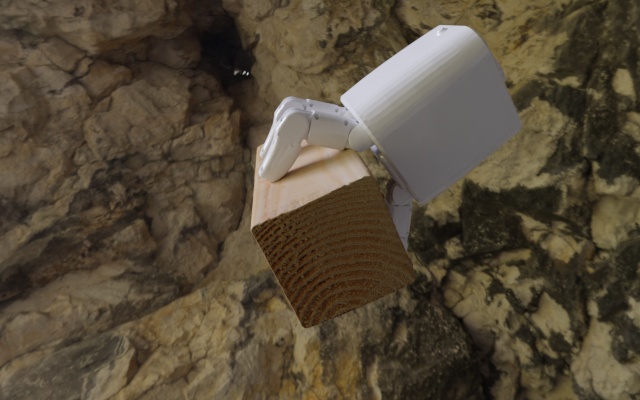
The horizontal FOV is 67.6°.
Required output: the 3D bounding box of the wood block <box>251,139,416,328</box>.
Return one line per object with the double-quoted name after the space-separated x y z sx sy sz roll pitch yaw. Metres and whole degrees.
0.001 0.001 0.415 0.090 0.091 0.206 -24 21 3 "wood block"
